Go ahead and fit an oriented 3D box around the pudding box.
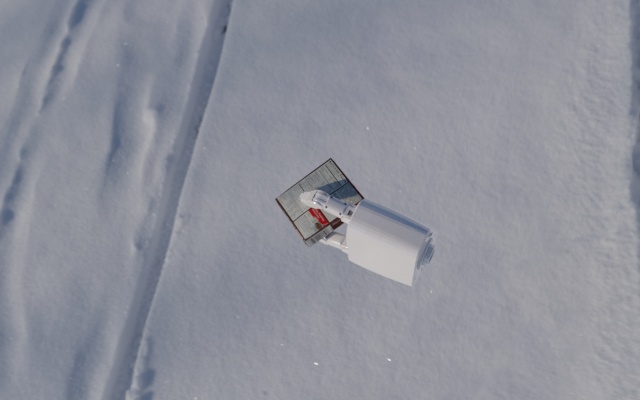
[{"bbox_3d":[0.000,0.002,0.740,0.113,0.090,0.039,-35,-23,-3],"label":"pudding box"}]
